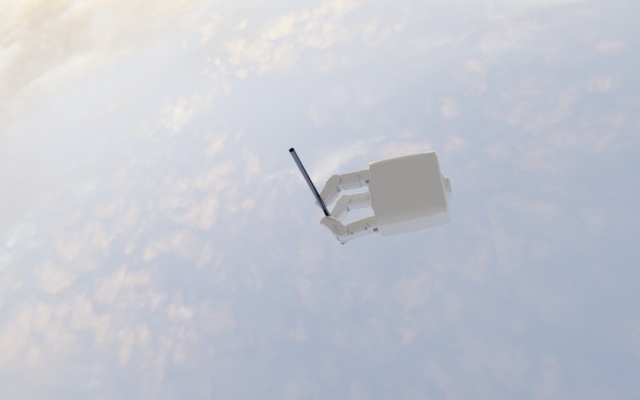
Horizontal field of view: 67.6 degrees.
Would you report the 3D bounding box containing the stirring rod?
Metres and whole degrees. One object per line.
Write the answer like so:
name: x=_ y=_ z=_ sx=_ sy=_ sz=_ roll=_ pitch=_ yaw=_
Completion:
stirring rod: x=0.000 y=0.002 z=0.724 sx=0.011 sy=0.011 sz=0.240 roll=0 pitch=-35 yaw=23
